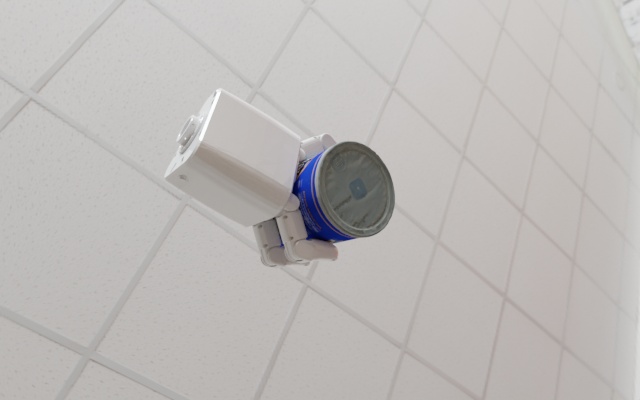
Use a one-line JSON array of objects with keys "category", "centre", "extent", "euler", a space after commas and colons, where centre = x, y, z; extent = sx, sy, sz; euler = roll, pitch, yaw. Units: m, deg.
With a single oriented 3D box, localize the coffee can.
[{"category": "coffee can", "centre": [0.000, 0.002, 0.547], "extent": [0.103, 0.103, 0.140], "euler": [0, -12, -36]}]
